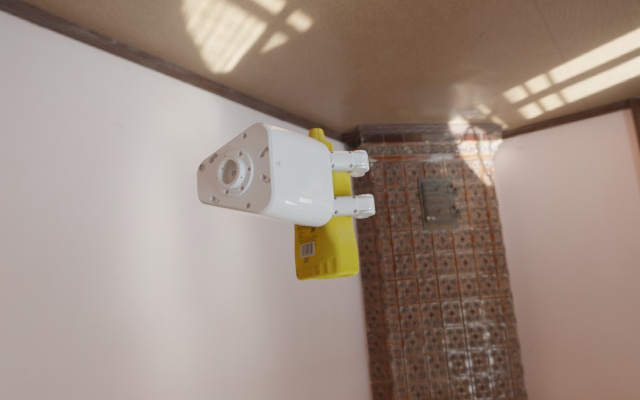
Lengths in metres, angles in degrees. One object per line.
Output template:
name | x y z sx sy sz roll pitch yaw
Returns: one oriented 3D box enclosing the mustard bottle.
mustard bottle | 0.000 0.002 0.603 0.058 0.191 0.096 3 -13 -33
